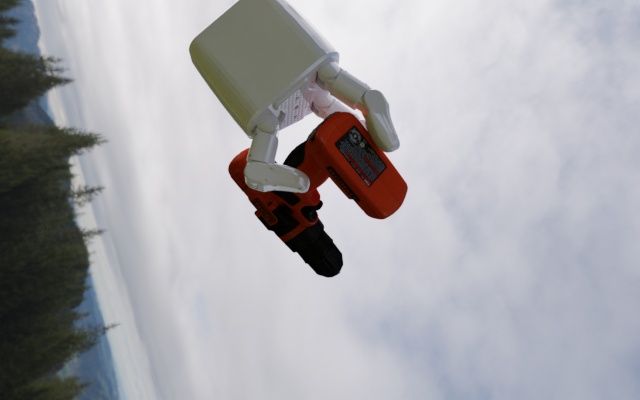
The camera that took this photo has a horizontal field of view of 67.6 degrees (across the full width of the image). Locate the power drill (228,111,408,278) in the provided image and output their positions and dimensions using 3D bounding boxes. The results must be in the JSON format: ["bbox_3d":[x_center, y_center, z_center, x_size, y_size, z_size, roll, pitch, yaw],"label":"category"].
[{"bbox_3d":[0.000,0.001,0.504,0.188,0.184,0.057,-25,20,51],"label":"power drill"}]
